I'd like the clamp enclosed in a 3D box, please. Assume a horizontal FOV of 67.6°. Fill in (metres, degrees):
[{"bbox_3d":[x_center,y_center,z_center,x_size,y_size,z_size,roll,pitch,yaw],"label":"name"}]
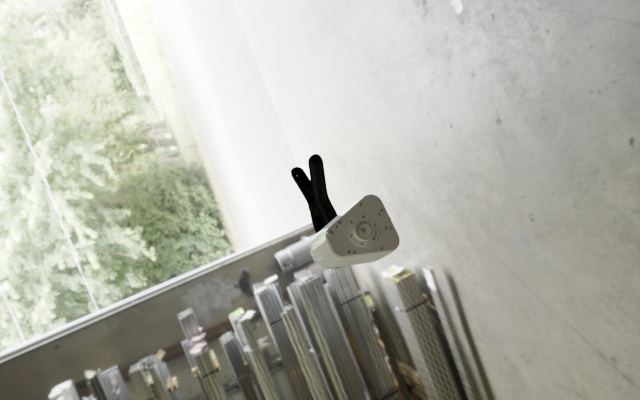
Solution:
[{"bbox_3d":[0.000,0.003,0.820,0.039,0.171,0.120,-23,-8,-16],"label":"clamp"}]
